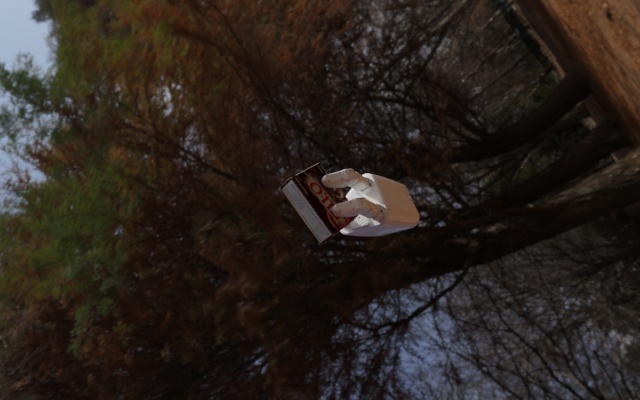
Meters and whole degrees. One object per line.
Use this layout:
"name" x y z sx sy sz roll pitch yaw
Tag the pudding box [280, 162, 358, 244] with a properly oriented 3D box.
"pudding box" 0.000 0.003 0.767 0.039 0.113 0.090 -41 -4 35
